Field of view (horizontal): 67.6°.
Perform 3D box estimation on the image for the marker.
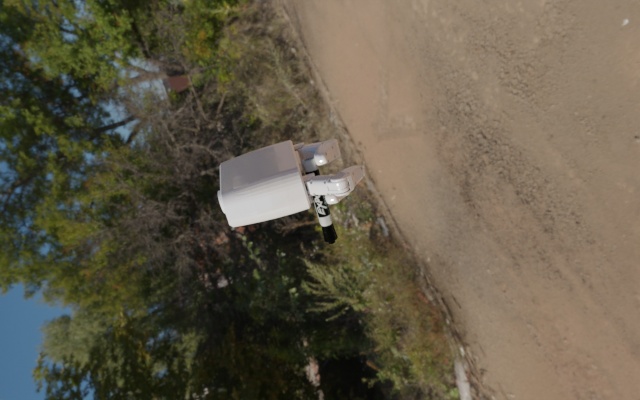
[{"bbox_3d":[0.000,0.002,0.629,0.020,0.121,0.020,-14,18,5],"label":"marker"}]
